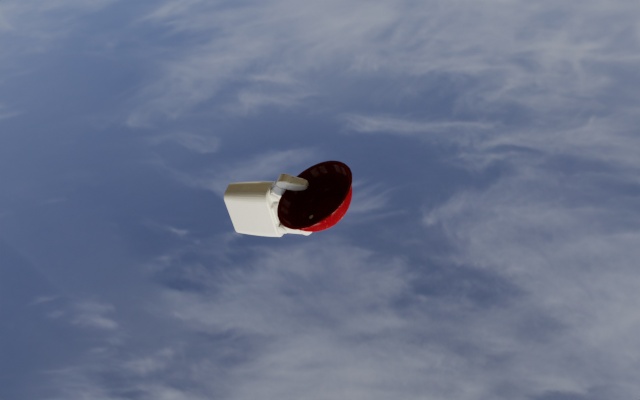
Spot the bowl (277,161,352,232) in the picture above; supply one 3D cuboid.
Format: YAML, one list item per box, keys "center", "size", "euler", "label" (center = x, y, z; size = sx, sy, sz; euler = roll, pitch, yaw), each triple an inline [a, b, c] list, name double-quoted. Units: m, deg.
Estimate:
- center: [0.001, 0.003, 0.888]
  size: [0.162, 0.162, 0.055]
  euler: [0, -38, 41]
  label: "bowl"
